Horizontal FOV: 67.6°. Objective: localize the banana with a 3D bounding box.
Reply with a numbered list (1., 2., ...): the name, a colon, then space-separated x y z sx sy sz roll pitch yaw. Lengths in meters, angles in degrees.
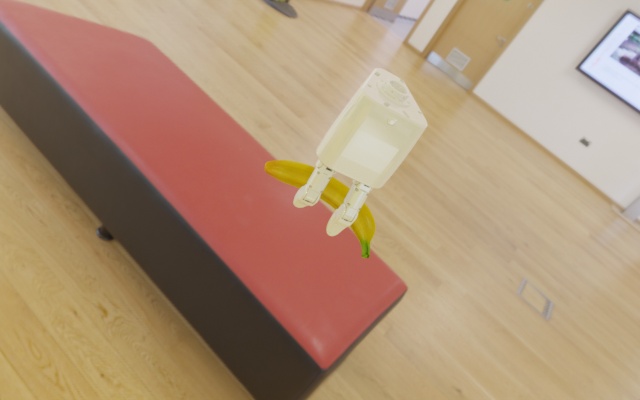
1. banana: 0.011 -0.005 0.690 0.069 0.198 0.037 -48 -3 -47
